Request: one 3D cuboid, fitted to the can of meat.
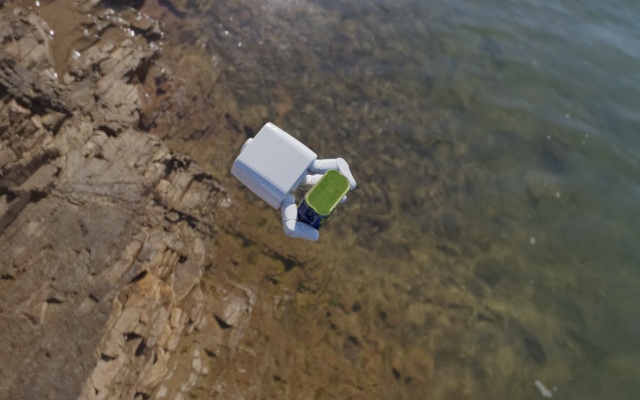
[{"bbox_3d":[0.000,0.003,0.833,0.057,0.102,0.084,39,-34,1],"label":"can of meat"}]
